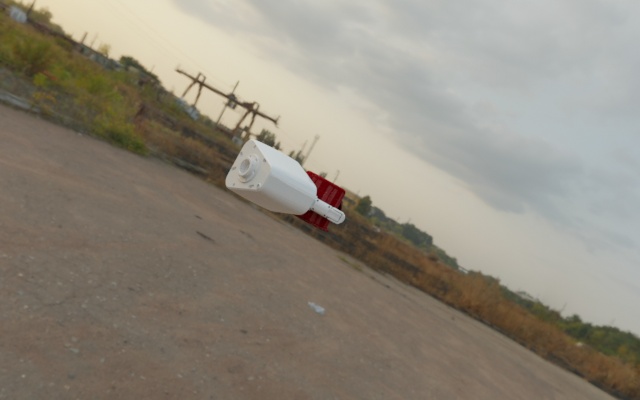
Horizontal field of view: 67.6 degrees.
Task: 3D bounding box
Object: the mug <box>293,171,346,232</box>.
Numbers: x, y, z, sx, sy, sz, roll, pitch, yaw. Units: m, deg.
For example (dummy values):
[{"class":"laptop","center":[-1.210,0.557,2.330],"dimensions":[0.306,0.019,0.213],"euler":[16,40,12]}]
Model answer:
[{"class":"mug","center":[0.001,0.003,0.869],"dimensions":[0.117,0.081,0.093],"euler":[27,2,-45]}]
